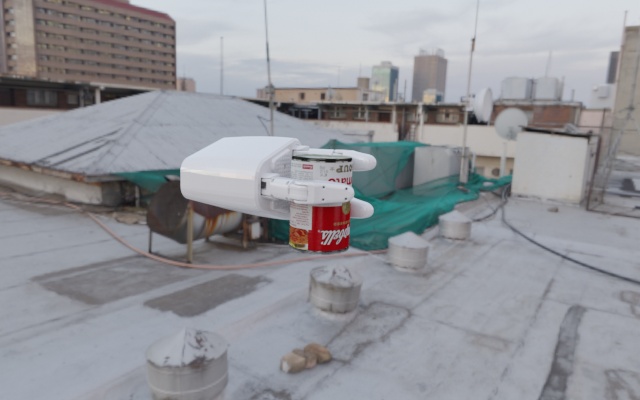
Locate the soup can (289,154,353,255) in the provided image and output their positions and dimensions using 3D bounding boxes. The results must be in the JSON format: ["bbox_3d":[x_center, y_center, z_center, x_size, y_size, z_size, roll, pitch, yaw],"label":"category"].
[{"bbox_3d":[0.000,0.001,0.525,0.068,0.102,0.068,2,9,0],"label":"soup can"}]
